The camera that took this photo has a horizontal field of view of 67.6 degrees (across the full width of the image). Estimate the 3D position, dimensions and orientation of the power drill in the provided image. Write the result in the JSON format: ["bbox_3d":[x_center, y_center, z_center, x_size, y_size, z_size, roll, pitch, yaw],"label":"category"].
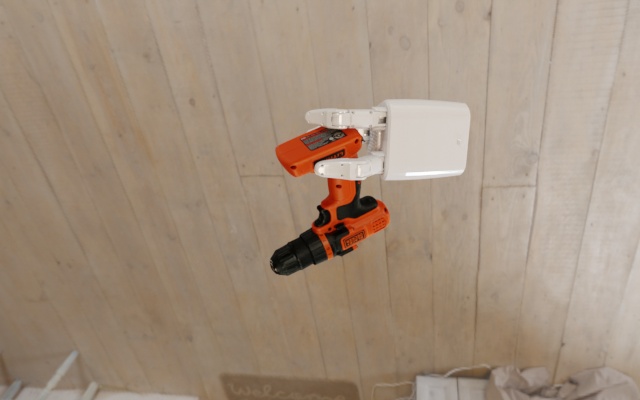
[{"bbox_3d":[0.000,0.002,0.629,0.184,0.188,0.057,-27,42,-15],"label":"power drill"}]
